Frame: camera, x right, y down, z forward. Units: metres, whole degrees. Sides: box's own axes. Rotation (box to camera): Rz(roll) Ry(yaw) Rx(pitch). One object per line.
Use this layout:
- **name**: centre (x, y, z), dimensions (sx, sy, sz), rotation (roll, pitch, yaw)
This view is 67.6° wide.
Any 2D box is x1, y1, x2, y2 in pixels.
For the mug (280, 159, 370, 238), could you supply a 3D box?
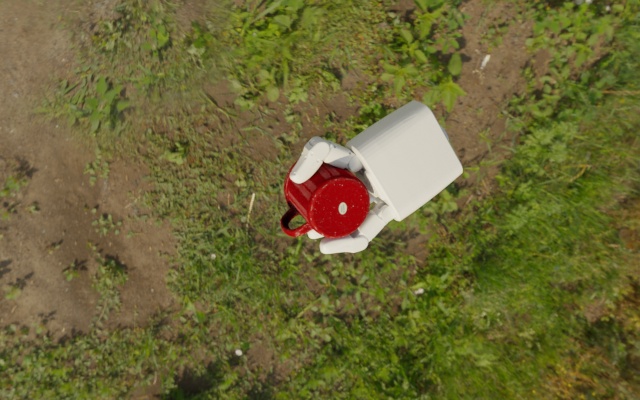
- **mug**: centre (-0.001, 0.003, 0.594), dimensions (0.117, 0.093, 0.081), rotation (-37, 31, -4)
